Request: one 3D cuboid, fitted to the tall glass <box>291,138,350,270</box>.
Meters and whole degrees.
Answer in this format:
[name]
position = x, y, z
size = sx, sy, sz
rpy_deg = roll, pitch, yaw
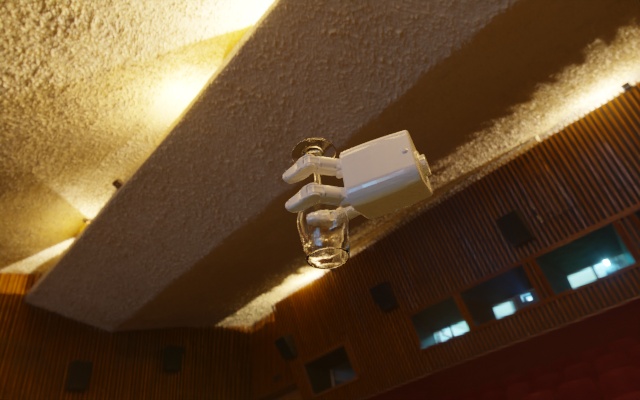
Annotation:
[tall glass]
position = 0.000, 0.002, 0.730
size = 0.079, 0.201, 0.079
rpy_deg = -5, -35, -4
